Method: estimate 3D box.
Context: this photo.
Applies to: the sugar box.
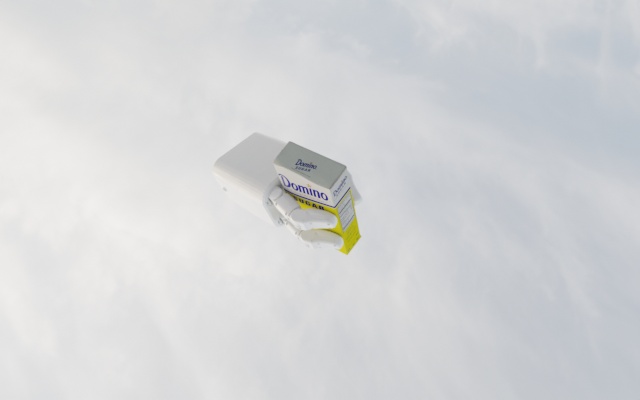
[{"bbox_3d":[0.000,0.003,0.659,0.093,0.048,0.176,26,-22,26],"label":"sugar box"}]
